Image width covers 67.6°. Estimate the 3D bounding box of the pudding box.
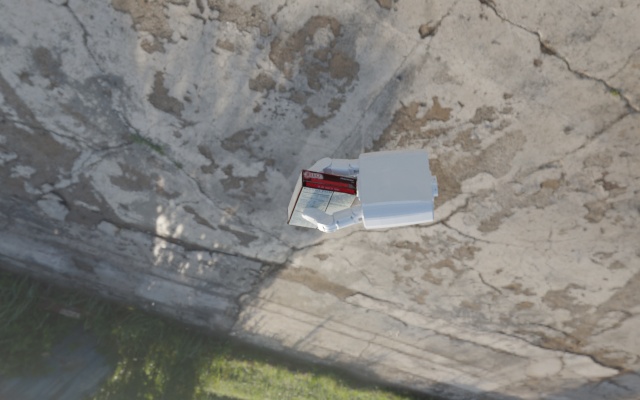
[{"bbox_3d":[0.000,0.003,0.772,0.090,0.039,0.114,10,-39,-12],"label":"pudding box"}]
